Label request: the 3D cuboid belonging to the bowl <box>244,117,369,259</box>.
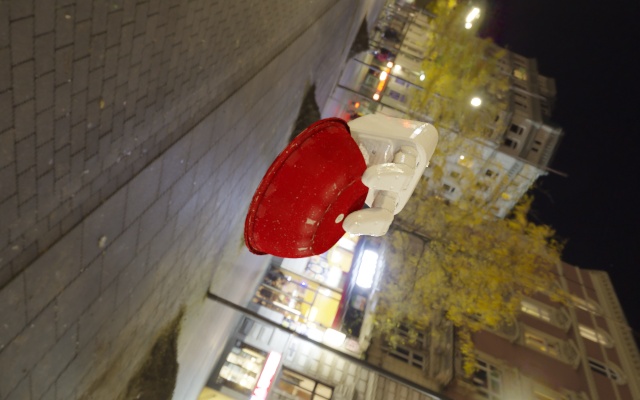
[{"bbox_3d":[0.000,0.002,0.472,0.055,0.162,0.162,35,14,21],"label":"bowl"}]
